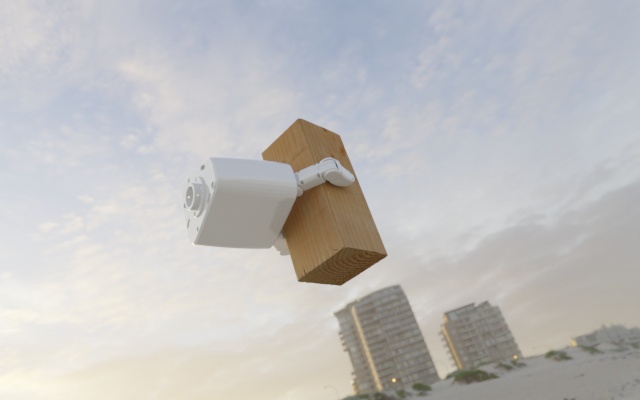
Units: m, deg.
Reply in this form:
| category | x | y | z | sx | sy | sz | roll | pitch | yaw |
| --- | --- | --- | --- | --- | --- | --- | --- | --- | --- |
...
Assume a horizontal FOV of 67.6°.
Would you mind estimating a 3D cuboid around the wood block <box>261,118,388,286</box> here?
| category | x | y | z | sx | sy | sz | roll | pitch | yaw |
| --- | --- | --- | --- | --- | --- | --- | --- | --- | --- |
| wood block | 0.000 | 0.002 | 0.655 | 0.090 | 0.206 | 0.091 | 16 | -44 | -45 |
